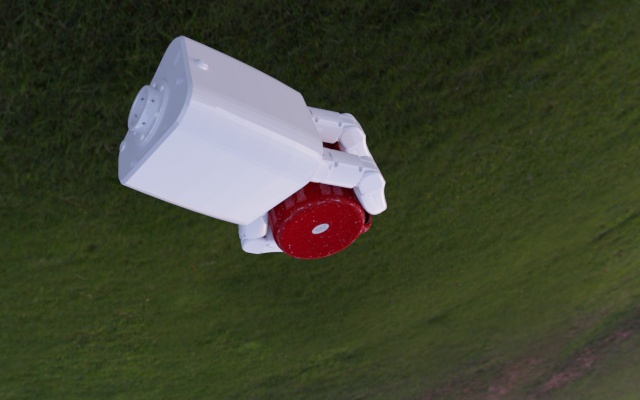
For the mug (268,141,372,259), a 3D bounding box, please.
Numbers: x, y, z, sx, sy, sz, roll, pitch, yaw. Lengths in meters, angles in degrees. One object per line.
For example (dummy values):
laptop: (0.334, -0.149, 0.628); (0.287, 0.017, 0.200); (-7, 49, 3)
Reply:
mug: (0.001, 0.002, 0.439); (0.117, 0.081, 0.093); (19, -53, -36)
